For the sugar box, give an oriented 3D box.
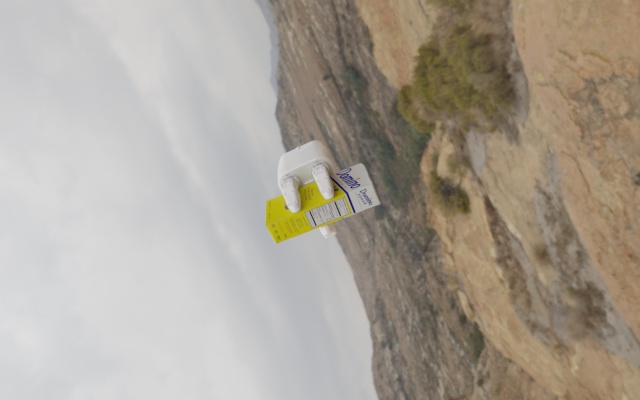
[{"bbox_3d":[0.000,0.002,0.763,0.176,0.048,0.093,-24,25,5],"label":"sugar box"}]
